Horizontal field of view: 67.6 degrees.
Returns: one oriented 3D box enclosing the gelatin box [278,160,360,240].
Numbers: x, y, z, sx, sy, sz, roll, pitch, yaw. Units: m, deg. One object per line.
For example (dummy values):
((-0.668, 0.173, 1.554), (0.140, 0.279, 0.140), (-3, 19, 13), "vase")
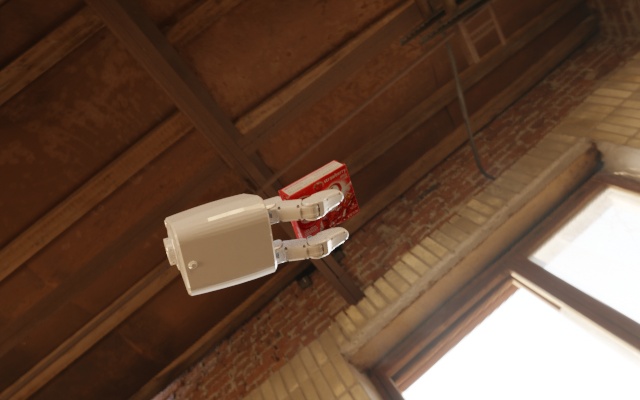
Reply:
((0.000, 0.002, 0.605), (0.089, 0.073, 0.030), (-30, 30, -19), "gelatin box")
